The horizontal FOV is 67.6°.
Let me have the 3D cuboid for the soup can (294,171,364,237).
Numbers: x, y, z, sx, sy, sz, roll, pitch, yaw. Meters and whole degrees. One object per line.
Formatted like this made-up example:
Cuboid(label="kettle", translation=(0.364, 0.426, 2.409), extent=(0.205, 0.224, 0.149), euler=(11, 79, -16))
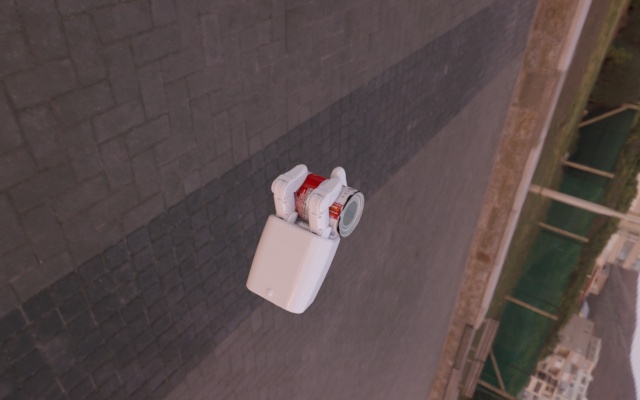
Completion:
Cuboid(label="soup can", translation=(0.001, 0.002, 0.659), extent=(0.102, 0.068, 0.068), euler=(22, 10, 26))
